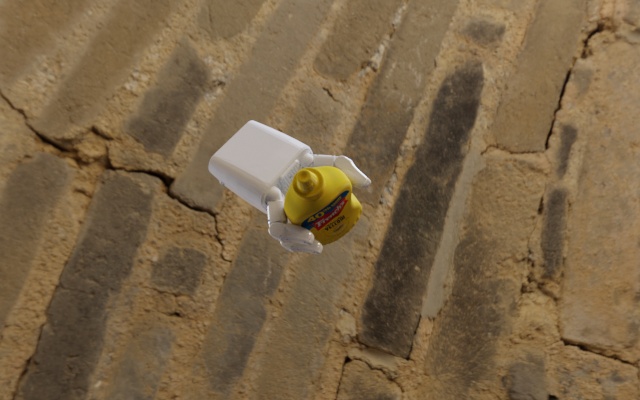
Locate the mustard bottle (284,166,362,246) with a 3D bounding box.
[{"bbox_3d":[0.000,0.002,0.651,0.096,0.058,0.192,-35,-23,-1],"label":"mustard bottle"}]
